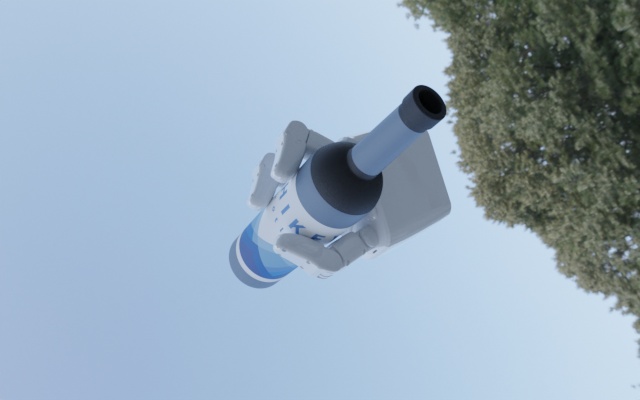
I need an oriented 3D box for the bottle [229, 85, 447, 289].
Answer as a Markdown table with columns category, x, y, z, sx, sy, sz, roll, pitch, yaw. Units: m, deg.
| category | x | y | z | sx | sy | sz | roll | pitch | yaw |
| --- | --- | --- | --- | --- | --- | --- | --- | --- | --- |
| bottle | 0.000 | 0.002 | 0.416 | 0.069 | 0.069 | 0.296 | 0 | -26 | -32 |
